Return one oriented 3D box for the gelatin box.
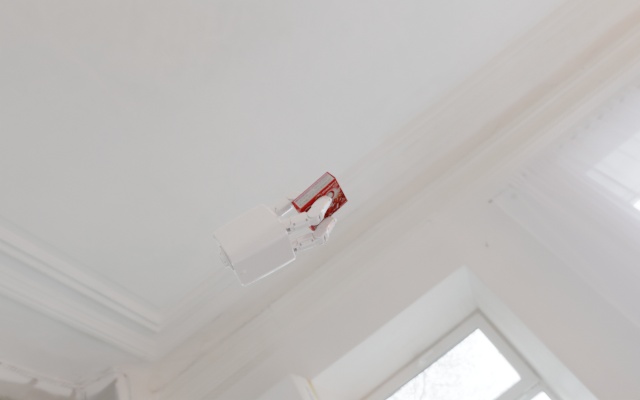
[{"bbox_3d":[0.000,0.002,0.867,0.030,0.089,0.073,41,-11,40],"label":"gelatin box"}]
